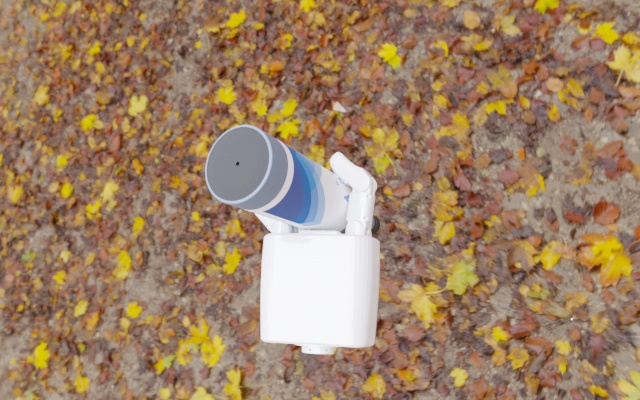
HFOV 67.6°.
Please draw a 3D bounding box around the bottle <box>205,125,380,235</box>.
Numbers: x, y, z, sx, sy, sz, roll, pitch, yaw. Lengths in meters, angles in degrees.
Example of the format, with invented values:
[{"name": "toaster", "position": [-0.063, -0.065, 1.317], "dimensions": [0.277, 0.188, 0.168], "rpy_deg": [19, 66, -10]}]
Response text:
[{"name": "bottle", "position": [0.000, 0.002, 0.509], "dimensions": [0.069, 0.069, 0.296], "rpy_deg": [0, -12, 28]}]
